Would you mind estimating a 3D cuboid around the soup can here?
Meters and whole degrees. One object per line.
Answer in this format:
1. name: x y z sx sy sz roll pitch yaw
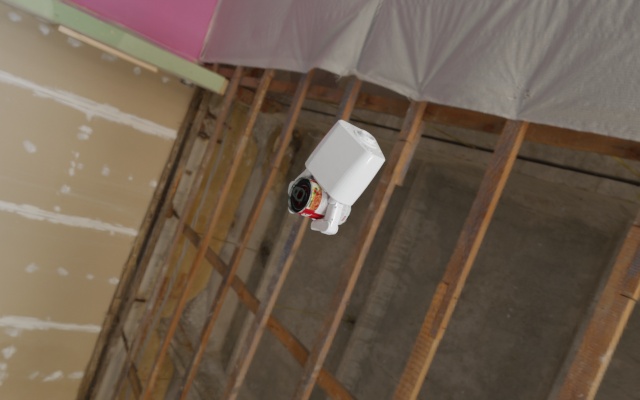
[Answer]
1. soup can: 0.000 0.003 0.880 0.102 0.068 0.068 19 -12 -37
